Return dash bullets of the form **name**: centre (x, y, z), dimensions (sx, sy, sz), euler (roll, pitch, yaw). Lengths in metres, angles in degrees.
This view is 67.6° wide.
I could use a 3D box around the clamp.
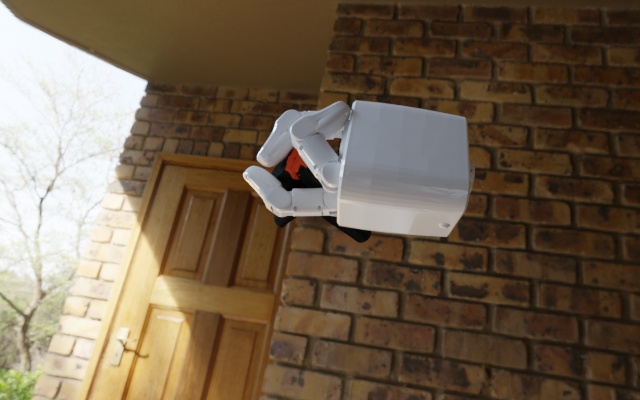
- **clamp**: centre (0.000, 0.001, 0.516), dimensions (0.120, 0.039, 0.171), euler (8, -22, 5)
